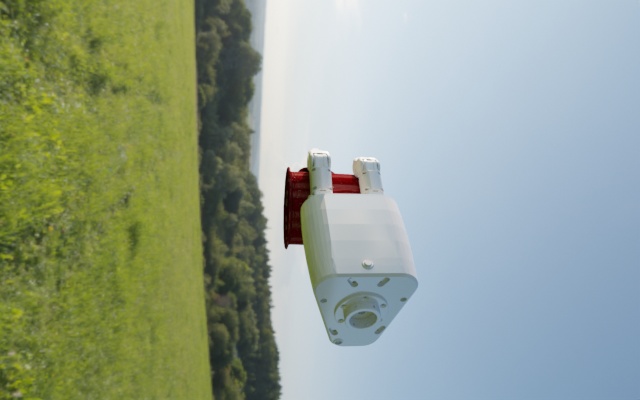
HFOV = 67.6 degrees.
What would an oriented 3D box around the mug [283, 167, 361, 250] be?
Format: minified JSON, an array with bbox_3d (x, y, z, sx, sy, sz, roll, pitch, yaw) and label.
[{"bbox_3d":[0.000,0.001,0.553,0.081,0.093,0.117,2,40,-8],"label":"mug"}]
